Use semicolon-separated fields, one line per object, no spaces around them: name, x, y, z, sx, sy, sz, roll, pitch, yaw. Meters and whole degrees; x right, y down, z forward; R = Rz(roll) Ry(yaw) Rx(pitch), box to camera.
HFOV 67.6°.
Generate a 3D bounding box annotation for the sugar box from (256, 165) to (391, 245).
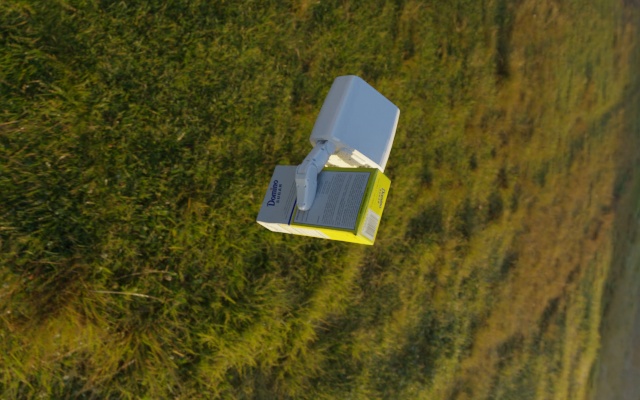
sugar box;0.001;0.002;0.650;0.176;0.093;0.048;5;-21;41
